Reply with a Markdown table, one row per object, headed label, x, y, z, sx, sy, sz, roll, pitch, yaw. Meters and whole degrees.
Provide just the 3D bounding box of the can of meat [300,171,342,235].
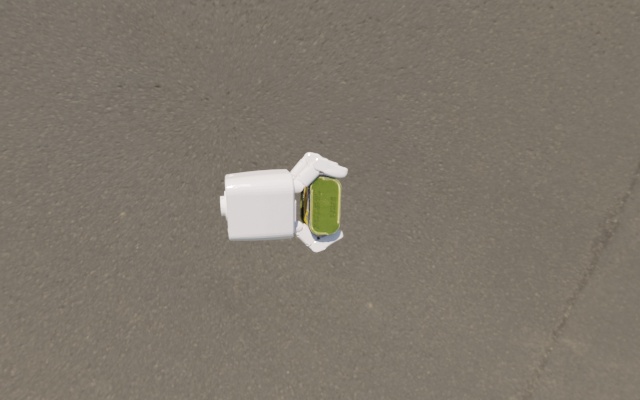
| label | x | y | z | sx | sy | sz | roll | pitch | yaw |
| --- | --- | --- | --- | --- | --- | --- | --- | --- | --- |
| can of meat | 0.000 | 0.003 | 0.808 | 0.057 | 0.102 | 0.084 | -1 | 10 | -11 |
